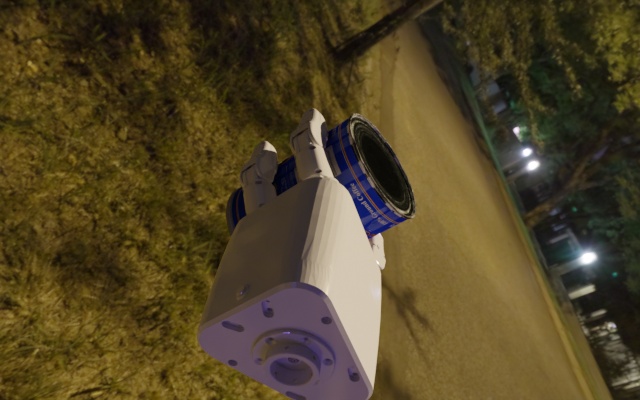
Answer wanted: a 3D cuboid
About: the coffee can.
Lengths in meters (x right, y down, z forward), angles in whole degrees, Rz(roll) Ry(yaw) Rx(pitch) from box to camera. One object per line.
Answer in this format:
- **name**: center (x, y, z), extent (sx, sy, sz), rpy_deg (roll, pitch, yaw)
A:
- **coffee can**: center (0.000, 0.001, 0.435), extent (0.140, 0.102, 0.103), rpy_deg (-30, -14, 24)
